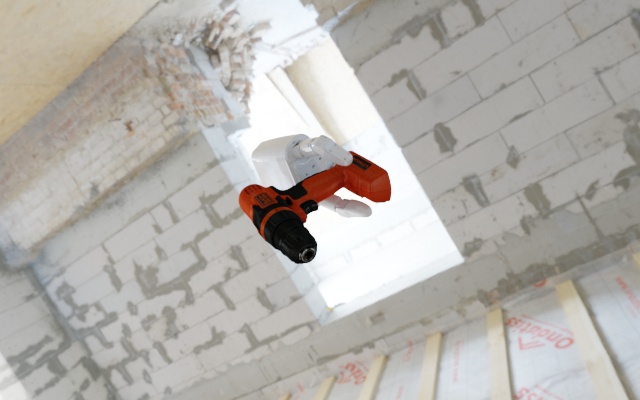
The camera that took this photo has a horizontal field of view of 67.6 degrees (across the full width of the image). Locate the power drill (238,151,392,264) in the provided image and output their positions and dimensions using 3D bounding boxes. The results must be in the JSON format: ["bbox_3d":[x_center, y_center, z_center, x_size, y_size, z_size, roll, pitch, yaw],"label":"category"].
[{"bbox_3d":[0.000,0.002,0.643,0.187,0.057,0.184,-22,34,-21],"label":"power drill"}]
